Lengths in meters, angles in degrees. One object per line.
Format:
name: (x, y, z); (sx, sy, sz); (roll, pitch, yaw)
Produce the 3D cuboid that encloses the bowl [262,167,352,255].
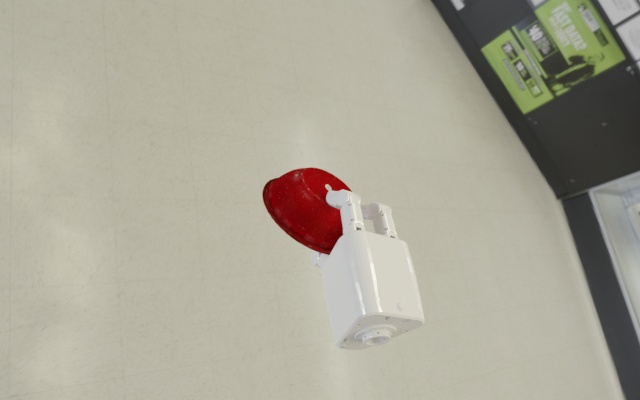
bowl: (0.000, 0.001, 0.688); (0.162, 0.055, 0.162); (26, 29, -16)
